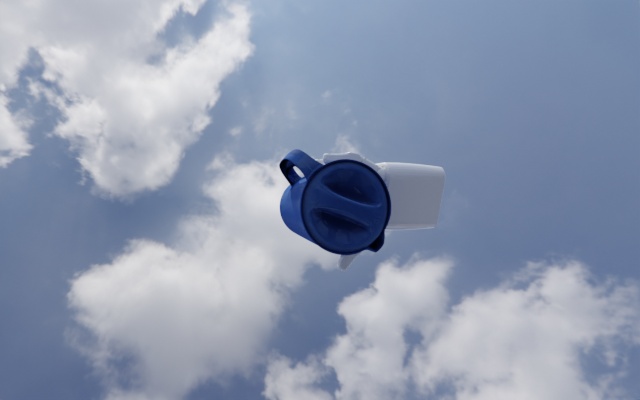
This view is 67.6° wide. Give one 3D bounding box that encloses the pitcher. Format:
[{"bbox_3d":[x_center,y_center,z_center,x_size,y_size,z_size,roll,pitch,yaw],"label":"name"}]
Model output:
[{"bbox_3d":[0.000,0.003,0.768,0.145,0.149,0.243,0,-1,-16],"label":"pitcher"}]
